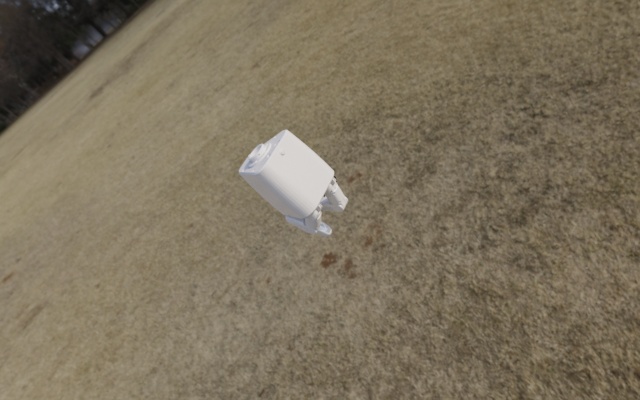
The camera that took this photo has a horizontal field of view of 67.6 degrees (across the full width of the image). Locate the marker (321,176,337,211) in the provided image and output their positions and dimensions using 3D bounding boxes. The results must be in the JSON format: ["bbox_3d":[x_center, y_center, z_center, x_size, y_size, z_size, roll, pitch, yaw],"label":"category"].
[{"bbox_3d":[0.000,0.003,0.843,0.020,0.121,0.020,20,-31,13],"label":"marker"}]
